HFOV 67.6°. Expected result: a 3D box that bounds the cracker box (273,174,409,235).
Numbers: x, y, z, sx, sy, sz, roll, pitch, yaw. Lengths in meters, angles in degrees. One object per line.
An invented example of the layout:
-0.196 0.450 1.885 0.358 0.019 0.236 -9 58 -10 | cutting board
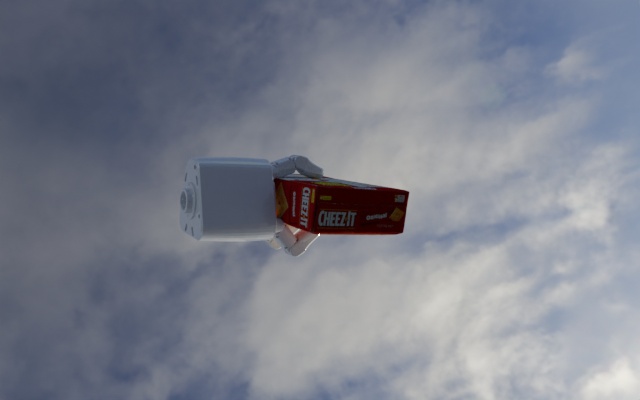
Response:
0.000 0.002 0.730 0.164 0.072 0.213 2 7 -34 | cracker box
